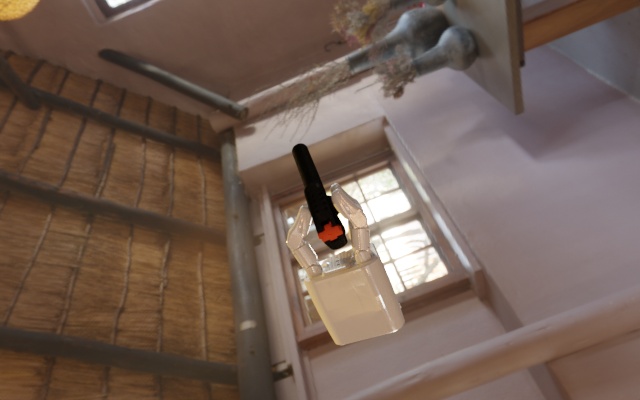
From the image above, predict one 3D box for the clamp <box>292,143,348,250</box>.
[{"bbox_3d":[-0.001,0.003,0.657,0.036,0.164,0.210,-26,10,4],"label":"clamp"}]
